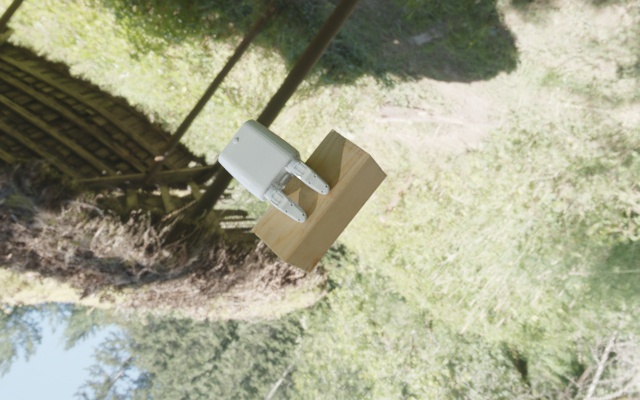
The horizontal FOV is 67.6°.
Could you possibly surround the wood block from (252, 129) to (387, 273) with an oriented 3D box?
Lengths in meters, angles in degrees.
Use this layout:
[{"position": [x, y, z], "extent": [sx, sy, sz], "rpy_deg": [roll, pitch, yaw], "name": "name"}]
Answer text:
[{"position": [0.000, 0.003, 0.771], "extent": [0.090, 0.206, 0.091], "rpy_deg": [39, 1, 31], "name": "wood block"}]
